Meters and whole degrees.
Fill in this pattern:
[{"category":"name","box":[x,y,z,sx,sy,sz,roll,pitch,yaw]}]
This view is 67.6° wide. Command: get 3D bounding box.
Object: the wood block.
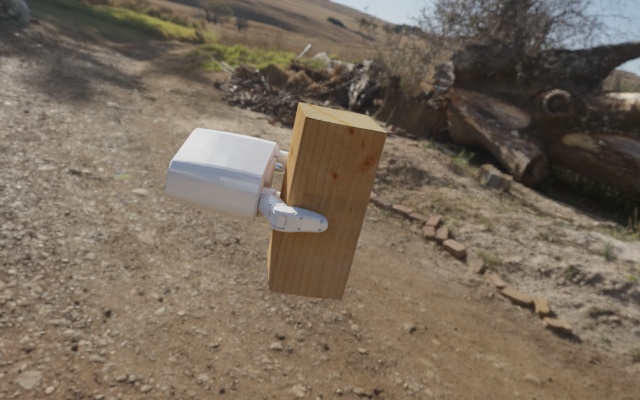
[{"category":"wood block","box":[0.000,0.002,0.561,0.090,0.206,0.090,9,20,-11]}]
